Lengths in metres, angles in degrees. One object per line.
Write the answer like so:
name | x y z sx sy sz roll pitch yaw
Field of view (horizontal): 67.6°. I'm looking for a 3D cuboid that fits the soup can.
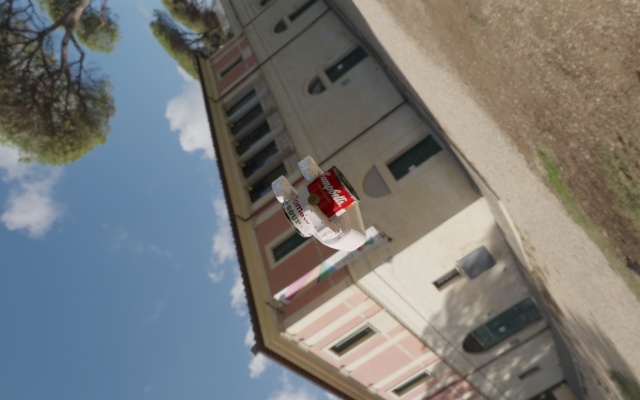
soup can | 0.000 0.003 0.741 0.102 0.068 0.068 -36 -8 11
